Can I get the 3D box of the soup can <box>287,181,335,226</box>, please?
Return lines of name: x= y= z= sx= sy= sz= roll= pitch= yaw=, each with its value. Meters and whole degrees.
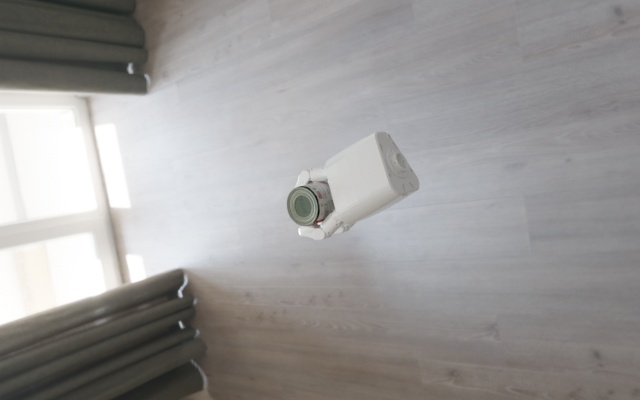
soup can: x=0.000 y=0.003 z=0.803 sx=0.068 sy=0.068 sz=0.102 roll=0 pitch=9 yaw=37
